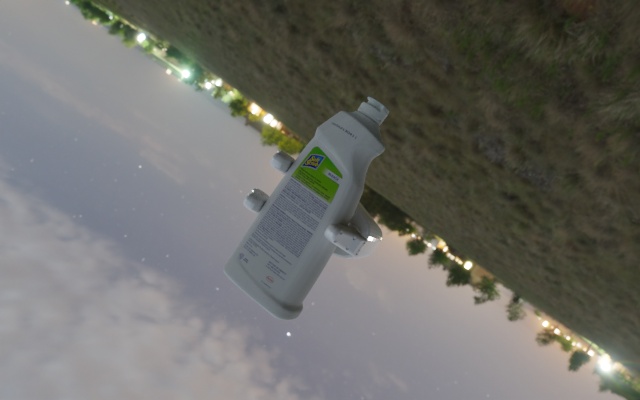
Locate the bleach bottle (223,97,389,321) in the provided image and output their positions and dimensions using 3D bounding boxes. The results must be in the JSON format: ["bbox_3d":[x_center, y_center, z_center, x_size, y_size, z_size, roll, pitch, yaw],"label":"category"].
[{"bbox_3d":[0.000,0.002,0.531,0.102,0.251,0.068,36,4,19],"label":"bleach bottle"}]
